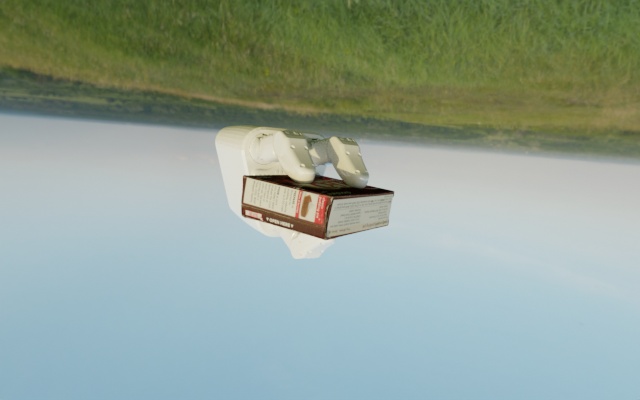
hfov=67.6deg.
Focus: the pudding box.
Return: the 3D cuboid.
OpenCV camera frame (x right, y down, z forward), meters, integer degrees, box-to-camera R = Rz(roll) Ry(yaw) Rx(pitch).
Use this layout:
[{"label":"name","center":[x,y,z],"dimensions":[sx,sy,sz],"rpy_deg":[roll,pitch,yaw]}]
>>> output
[{"label":"pudding box","center":[0.000,0.002,0.418],"dimensions":[0.090,0.039,0.113],"rpy_deg":[13,12,32]}]
